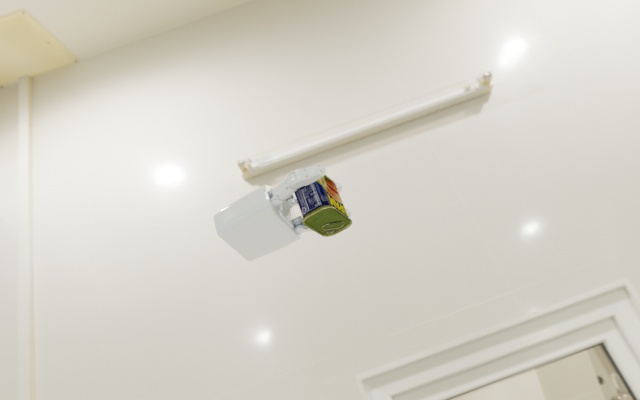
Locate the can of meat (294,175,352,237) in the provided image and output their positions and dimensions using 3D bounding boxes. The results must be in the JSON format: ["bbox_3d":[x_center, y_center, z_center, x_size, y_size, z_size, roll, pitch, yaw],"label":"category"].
[{"bbox_3d":[0.000,0.002,0.785,0.057,0.084,0.102,-29,-30,15],"label":"can of meat"}]
